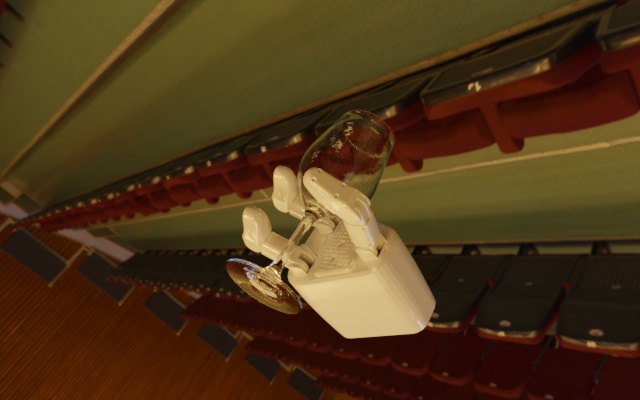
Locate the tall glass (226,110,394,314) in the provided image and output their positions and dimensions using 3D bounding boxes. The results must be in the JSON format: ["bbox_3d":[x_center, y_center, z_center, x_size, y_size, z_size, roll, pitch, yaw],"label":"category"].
[{"bbox_3d":[0.000,0.002,0.446,0.079,0.201,0.079,24,-31,16],"label":"tall glass"}]
